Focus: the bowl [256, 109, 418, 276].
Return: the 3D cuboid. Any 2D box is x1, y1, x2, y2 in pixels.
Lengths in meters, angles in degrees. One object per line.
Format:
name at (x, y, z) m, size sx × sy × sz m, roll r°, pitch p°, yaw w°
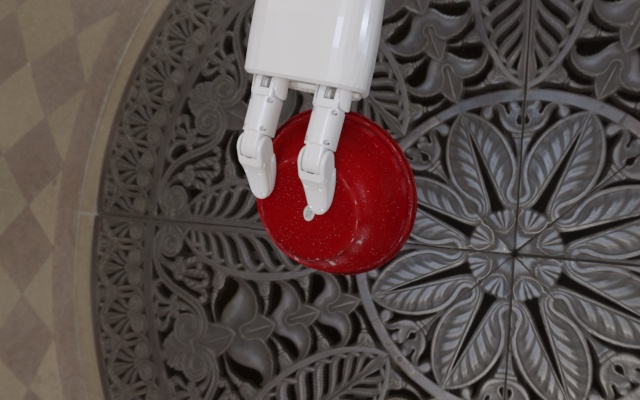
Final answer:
bowl at (0.000, 0.003, 0.424) m, size 0.162 × 0.162 × 0.055 m, roll 0°, pitch 16°, yaw 27°
